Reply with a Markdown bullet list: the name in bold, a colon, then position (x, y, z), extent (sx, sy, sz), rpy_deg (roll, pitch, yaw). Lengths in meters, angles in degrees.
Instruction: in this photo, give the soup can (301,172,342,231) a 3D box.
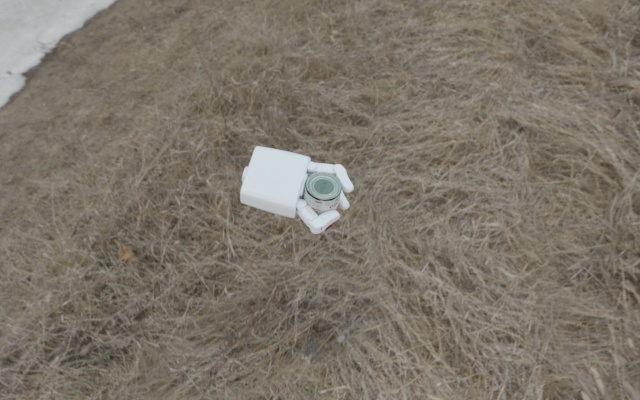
- **soup can**: position (0.001, 0.003, 0.894), extent (0.068, 0.068, 0.102), rpy_deg (0, -37, -8)
